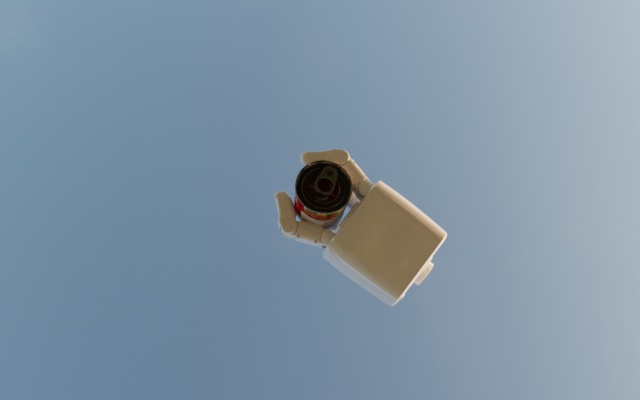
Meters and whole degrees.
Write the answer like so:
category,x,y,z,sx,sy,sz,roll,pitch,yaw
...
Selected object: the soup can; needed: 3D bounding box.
category,x,y,z,sx,sy,sz,roll,pitch,yaw
soup can,0.000,0.002,0.603,0.068,0.068,0.102,0,-22,-5
